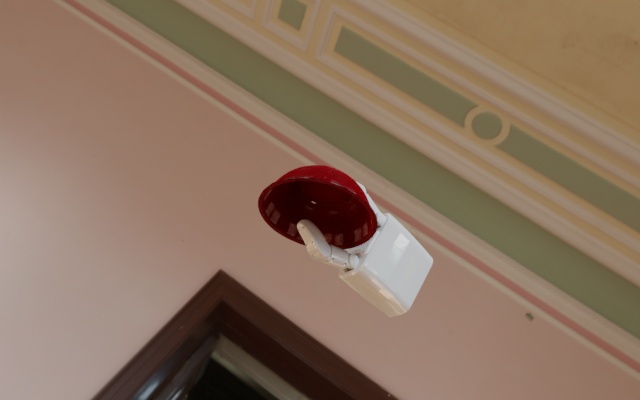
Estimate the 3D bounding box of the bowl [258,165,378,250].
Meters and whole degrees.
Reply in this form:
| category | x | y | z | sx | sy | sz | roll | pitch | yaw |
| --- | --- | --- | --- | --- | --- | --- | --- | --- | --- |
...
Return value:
| category | x | y | z | sx | sy | sz | roll | pitch | yaw |
| --- | --- | --- | --- | --- | --- | --- | --- | --- | --- |
| bowl | -0.001 | 0.001 | 0.646 | 0.162 | 0.055 | 0.162 | 9 | -35 | 6 |
